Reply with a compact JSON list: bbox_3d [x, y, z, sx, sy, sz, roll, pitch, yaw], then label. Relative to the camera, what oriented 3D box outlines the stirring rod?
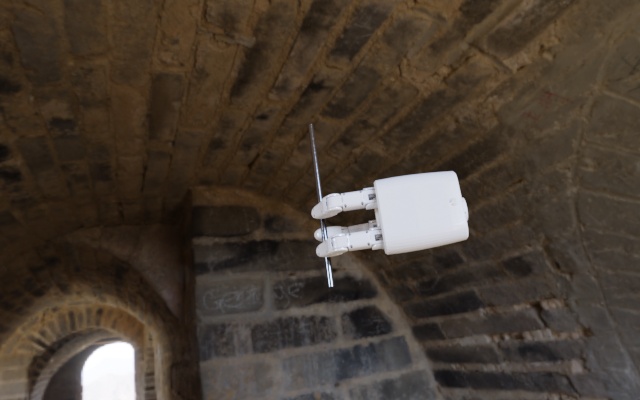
[{"bbox_3d":[0.000,0.002,0.677,0.011,0.239,0.011,-7,-17,-2],"label":"stirring rod"}]
